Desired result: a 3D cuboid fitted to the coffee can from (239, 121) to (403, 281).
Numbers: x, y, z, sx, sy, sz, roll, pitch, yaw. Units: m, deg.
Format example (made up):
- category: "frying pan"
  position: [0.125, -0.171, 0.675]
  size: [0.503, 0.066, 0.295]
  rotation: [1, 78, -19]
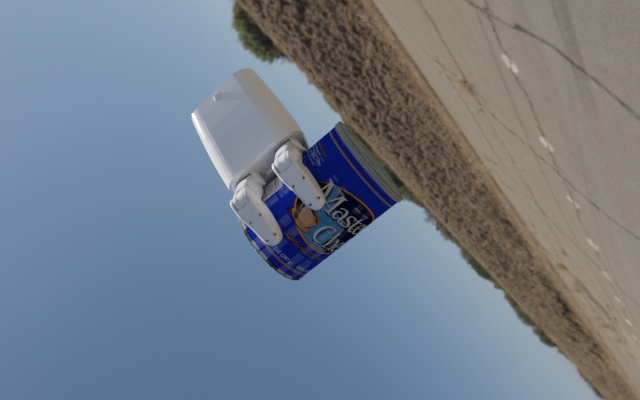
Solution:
- category: "coffee can"
  position: [0.000, 0.002, 0.501]
  size: [0.140, 0.103, 0.103]
  rotation: [-39, -10, 13]
